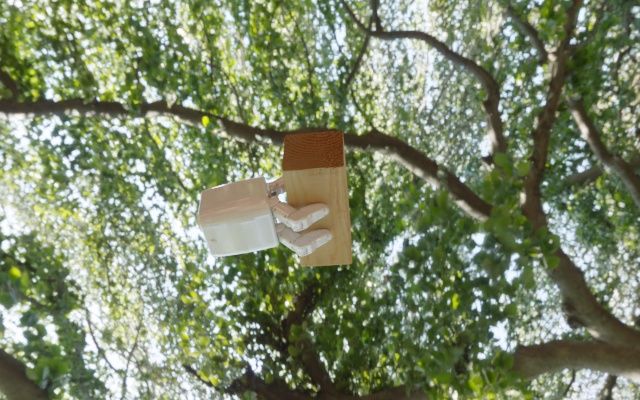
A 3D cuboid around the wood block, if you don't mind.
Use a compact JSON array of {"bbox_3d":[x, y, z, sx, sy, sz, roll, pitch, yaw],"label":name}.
[{"bbox_3d":[0.000,0.002,0.756,0.090,0.206,0.090,-4,42,4],"label":"wood block"}]
